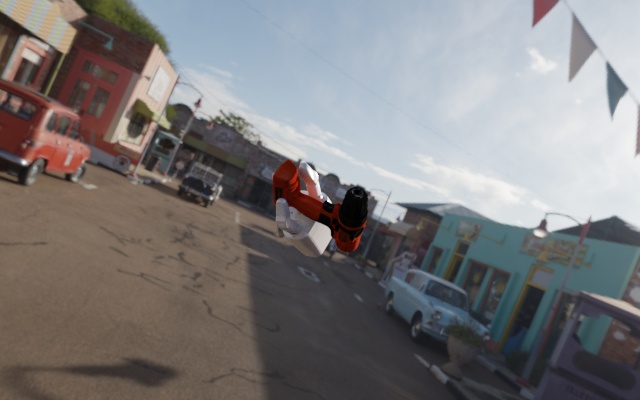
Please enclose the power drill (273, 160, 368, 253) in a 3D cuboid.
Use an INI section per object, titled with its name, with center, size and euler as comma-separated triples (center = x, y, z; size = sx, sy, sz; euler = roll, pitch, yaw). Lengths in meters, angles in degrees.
[power drill]
center = 0.000, 0.003, 0.872
size = 0.187, 0.057, 0.185
euler = 33, -31, 17
